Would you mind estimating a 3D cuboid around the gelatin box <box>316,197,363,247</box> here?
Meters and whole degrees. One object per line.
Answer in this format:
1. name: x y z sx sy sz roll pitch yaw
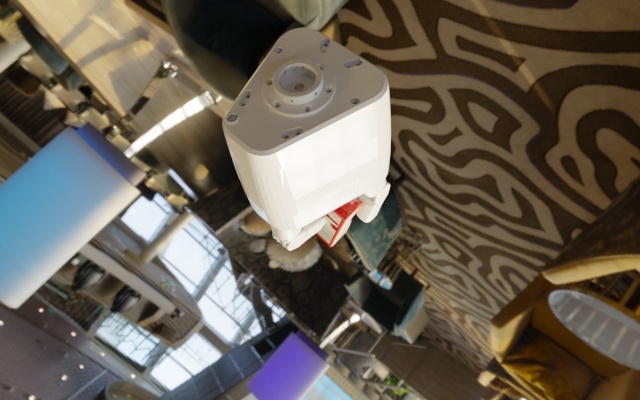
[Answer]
1. gelatin box: 0.000 0.002 0.489 0.030 0.073 0.089 -43 -11 -22
